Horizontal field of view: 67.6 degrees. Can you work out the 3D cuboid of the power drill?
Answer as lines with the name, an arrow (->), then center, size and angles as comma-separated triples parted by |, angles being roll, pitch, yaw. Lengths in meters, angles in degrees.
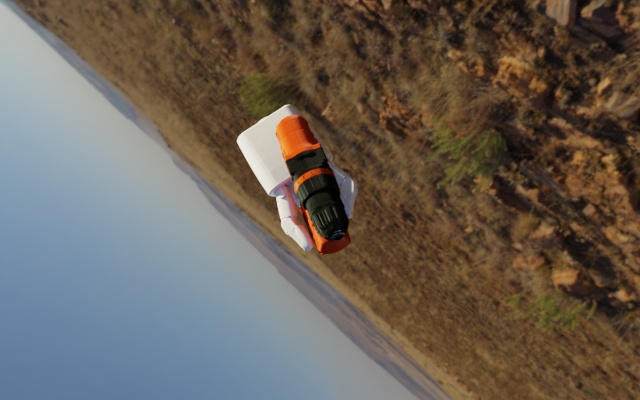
power drill -> 0.000, 0.002, 0.644 | 0.057, 0.184, 0.188 | -19, -30, -3
